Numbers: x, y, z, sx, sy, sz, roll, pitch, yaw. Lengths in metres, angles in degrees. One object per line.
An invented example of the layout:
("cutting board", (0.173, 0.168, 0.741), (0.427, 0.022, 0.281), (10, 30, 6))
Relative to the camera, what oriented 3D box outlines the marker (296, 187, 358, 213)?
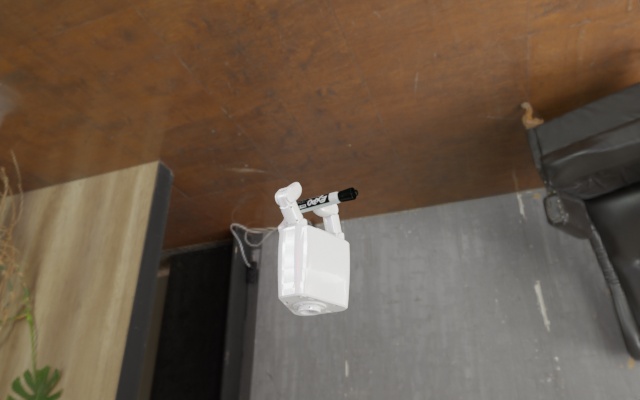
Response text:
("marker", (0.000, 0.002, 0.705), (0.121, 0.020, 0.020), (-15, -7, 27))
